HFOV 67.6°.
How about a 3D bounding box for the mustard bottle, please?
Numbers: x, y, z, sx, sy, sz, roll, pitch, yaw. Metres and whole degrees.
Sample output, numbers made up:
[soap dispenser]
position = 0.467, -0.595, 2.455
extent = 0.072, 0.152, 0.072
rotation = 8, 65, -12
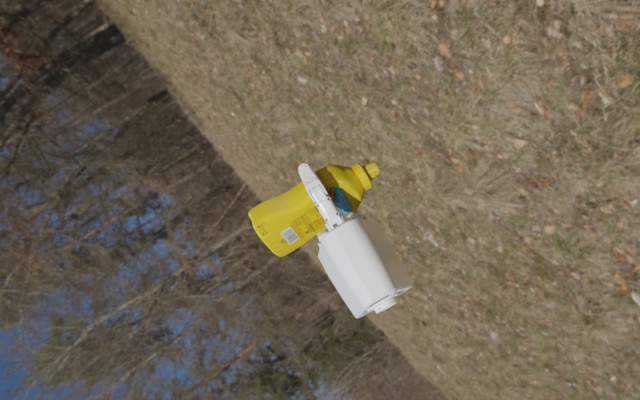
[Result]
[mustard bottle]
position = 0.000, 0.002, 0.684
extent = 0.191, 0.058, 0.096
rotation = -31, -43, 2
